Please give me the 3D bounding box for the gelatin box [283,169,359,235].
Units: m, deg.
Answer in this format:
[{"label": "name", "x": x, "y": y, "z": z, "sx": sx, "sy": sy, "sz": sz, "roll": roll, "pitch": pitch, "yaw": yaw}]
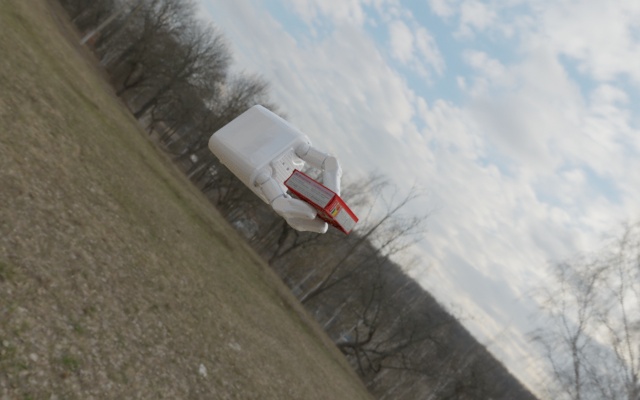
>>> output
[{"label": "gelatin box", "x": 0.001, "y": 0.002, "z": 0.645, "sx": 0.089, "sy": 0.030, "sz": 0.073, "roll": 31, "pitch": -11, "yaw": 40}]
